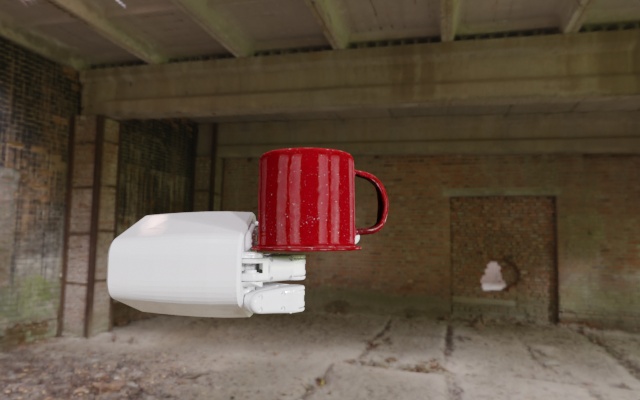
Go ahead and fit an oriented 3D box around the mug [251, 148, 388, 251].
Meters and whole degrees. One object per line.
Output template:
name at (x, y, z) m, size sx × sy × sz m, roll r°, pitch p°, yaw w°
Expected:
mug at (0.002, 0.001, 0.408) m, size 0.117 × 0.081 × 0.093 m, roll 0°, pitch -4°, yaw -3°
